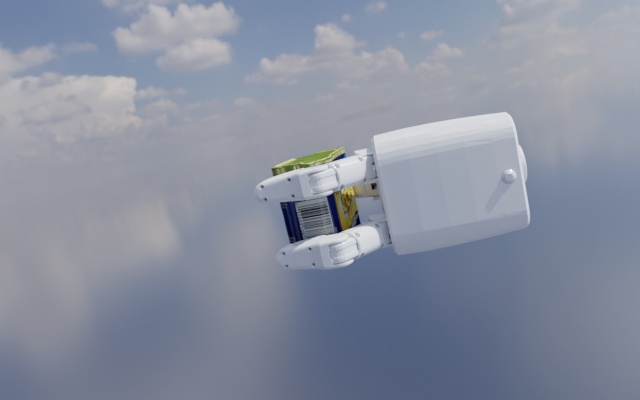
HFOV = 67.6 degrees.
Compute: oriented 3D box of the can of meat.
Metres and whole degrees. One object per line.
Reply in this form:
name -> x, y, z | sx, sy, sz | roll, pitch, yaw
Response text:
can of meat -> 0.000, 0.001, 0.425 | 0.057, 0.084, 0.102 | -11, 9, 14
